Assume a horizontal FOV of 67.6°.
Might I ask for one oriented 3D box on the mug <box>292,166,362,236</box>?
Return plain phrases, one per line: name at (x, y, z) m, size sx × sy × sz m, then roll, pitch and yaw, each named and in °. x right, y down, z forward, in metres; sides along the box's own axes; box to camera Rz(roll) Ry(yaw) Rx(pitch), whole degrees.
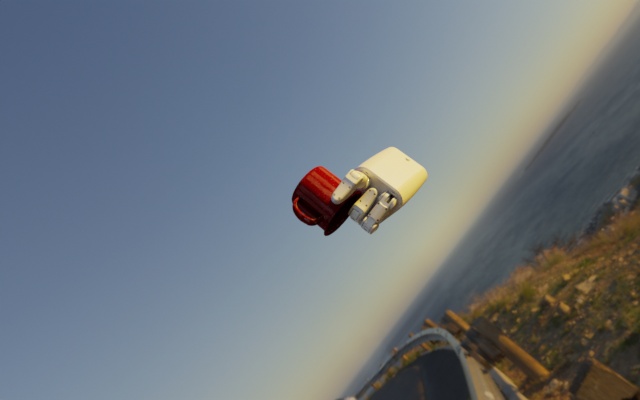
mug at (-0.001, 0.003, 0.776) m, size 0.081 × 0.093 × 0.117 m, roll 39°, pitch 44°, yaw 16°
